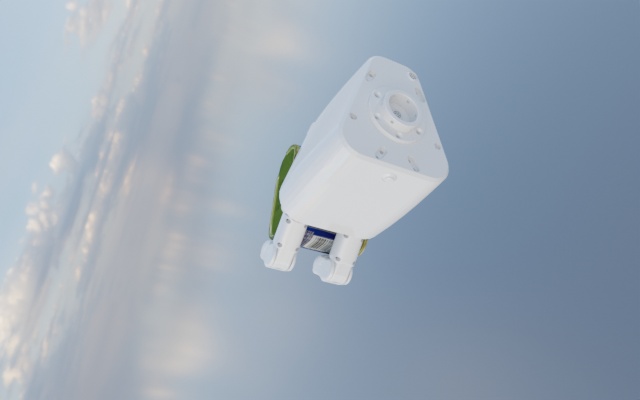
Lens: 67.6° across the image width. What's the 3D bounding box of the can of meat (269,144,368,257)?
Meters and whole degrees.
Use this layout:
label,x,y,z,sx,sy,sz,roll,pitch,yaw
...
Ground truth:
label,x,y,z,sx,sy,sz,roll,pitch,yaw
can of meat,0.000,0.001,0.475,0.084,0.102,0.057,16,-29,-20
